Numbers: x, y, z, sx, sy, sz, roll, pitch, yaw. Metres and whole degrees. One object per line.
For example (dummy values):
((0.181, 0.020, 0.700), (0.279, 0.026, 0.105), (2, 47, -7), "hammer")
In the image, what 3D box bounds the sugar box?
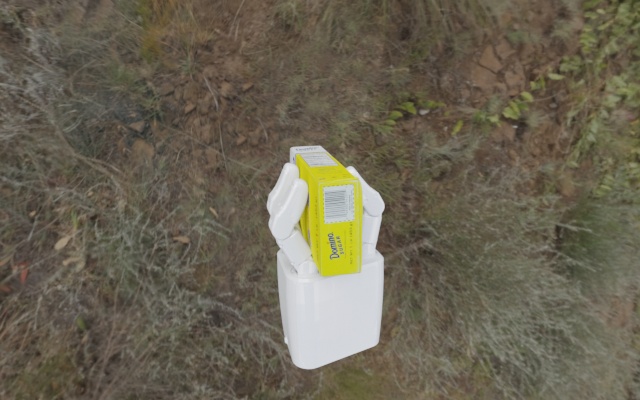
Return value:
((0.000, 0.002, 0.509), (0.048, 0.093, 0.176), (-5, 16, -13), "sugar box")
